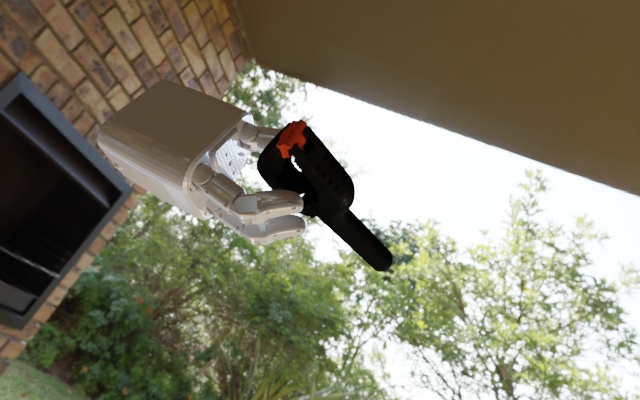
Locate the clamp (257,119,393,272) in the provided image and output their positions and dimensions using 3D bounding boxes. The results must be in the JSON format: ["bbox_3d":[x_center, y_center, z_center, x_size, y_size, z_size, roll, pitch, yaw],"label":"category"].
[{"bbox_3d":[0.000,0.000,0.454,0.164,0.036,0.210,24,-23,12],"label":"clamp"}]
